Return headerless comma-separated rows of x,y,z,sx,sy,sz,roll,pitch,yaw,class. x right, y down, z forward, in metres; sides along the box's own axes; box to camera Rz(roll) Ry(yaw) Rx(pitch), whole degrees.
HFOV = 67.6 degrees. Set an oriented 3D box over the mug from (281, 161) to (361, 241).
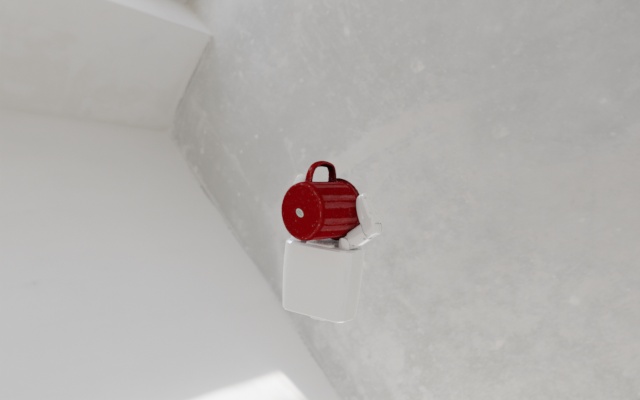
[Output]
0.000,0.001,0.676,0.093,0.117,0.081,8,7,41,mug
